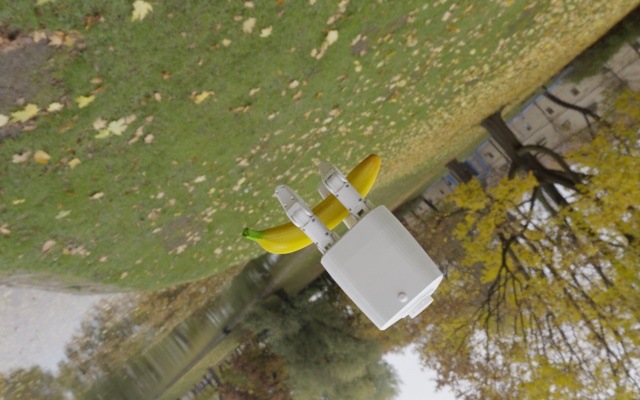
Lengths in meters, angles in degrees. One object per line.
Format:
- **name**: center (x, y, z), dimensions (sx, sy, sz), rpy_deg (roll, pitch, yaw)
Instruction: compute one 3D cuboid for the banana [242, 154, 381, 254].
- **banana**: center (0.001, 0.014, 0.609), dimensions (0.198, 0.037, 0.070), rpy_deg (-32, -35, -10)
